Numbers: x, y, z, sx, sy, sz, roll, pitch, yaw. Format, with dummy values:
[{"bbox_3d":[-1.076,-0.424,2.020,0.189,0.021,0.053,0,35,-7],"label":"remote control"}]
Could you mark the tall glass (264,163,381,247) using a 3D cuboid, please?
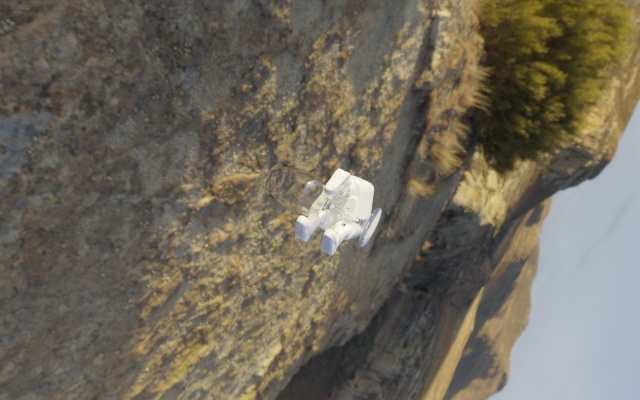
[{"bbox_3d":[0.001,0.003,0.832,0.201,0.079,0.079,27,9,18],"label":"tall glass"}]
